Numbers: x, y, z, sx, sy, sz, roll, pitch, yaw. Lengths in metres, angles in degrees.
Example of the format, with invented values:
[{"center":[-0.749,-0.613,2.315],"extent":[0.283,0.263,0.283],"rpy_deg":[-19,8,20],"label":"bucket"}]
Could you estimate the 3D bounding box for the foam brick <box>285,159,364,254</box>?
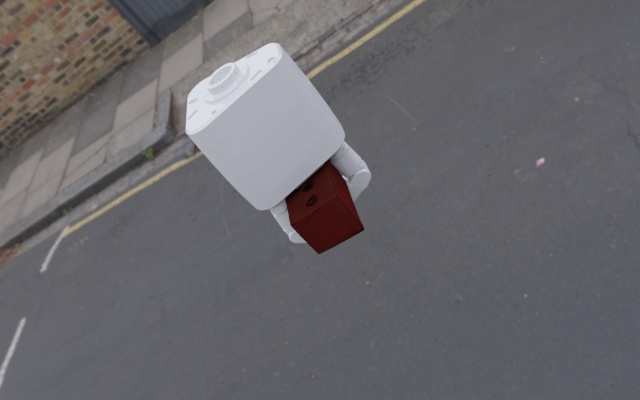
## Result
[{"center":[0.000,0.002,0.463],"extent":[0.053,0.078,0.051],"rpy_deg":[-31,-52,11],"label":"foam brick"}]
